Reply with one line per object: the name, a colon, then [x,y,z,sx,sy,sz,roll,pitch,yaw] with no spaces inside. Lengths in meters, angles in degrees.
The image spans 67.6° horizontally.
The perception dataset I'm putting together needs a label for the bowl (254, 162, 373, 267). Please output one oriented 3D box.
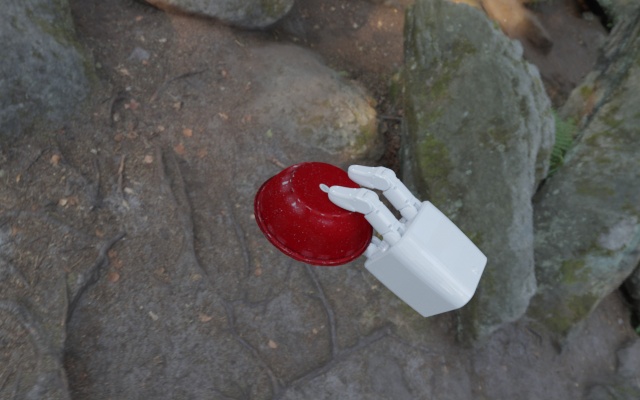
bowl: [-0.001,0.001,0.604,0.162,0.162,0.055,0,-41,-22]
